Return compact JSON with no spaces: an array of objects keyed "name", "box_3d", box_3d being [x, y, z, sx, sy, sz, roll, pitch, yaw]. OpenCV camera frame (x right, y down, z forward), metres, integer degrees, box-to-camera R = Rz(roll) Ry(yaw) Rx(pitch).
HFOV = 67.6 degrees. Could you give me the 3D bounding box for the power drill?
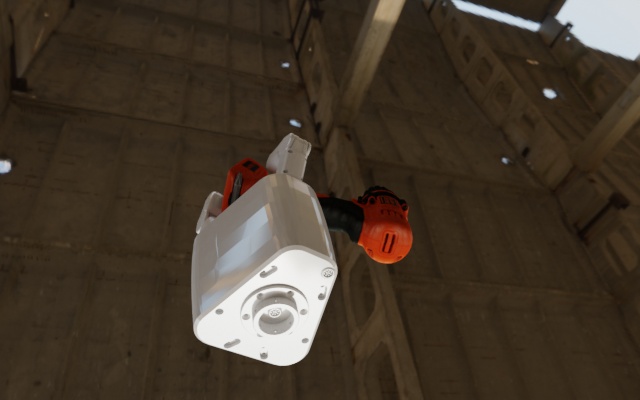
[{"name":"power drill","box_3d":[0.000,0.002,0.509,0.187,0.057,0.184,11,11,0]}]
